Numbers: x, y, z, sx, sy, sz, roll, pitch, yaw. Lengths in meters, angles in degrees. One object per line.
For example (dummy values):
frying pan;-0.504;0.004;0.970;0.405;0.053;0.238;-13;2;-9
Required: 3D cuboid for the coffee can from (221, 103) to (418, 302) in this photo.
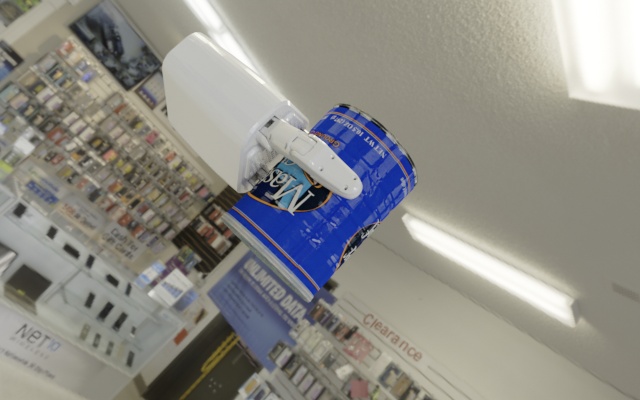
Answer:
coffee can;0.000;0.002;0.414;0.103;0.140;0.103;42;-11;10
